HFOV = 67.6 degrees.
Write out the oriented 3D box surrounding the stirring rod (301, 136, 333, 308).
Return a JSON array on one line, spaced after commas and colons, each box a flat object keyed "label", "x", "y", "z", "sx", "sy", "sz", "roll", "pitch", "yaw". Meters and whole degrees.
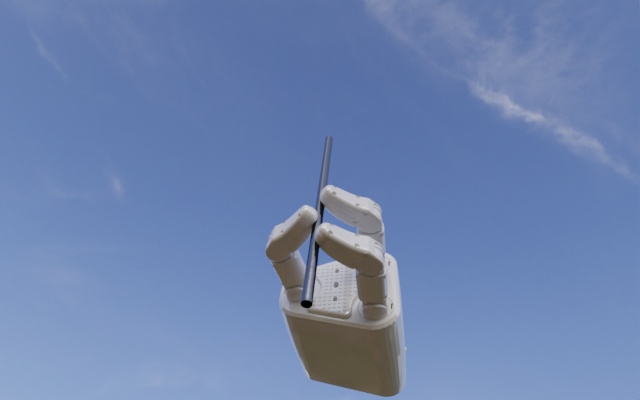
[{"label": "stirring rod", "x": 0.000, "y": 0.001, "z": 0.417, "sx": 0.011, "sy": 0.011, "sz": 0.239, "roll": 0, "pitch": 34, "yaw": 5}]
